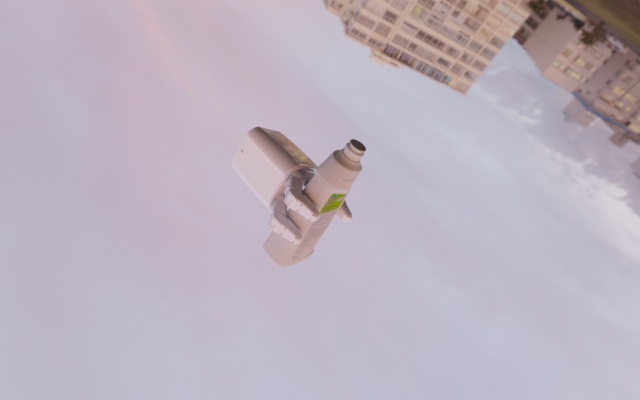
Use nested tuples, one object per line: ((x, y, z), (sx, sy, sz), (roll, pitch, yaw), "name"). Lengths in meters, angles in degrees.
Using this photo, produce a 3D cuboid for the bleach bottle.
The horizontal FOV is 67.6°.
((0.000, 0.003, 0.781), (0.102, 0.068, 0.251), (-21, -28, -53), "bleach bottle")
